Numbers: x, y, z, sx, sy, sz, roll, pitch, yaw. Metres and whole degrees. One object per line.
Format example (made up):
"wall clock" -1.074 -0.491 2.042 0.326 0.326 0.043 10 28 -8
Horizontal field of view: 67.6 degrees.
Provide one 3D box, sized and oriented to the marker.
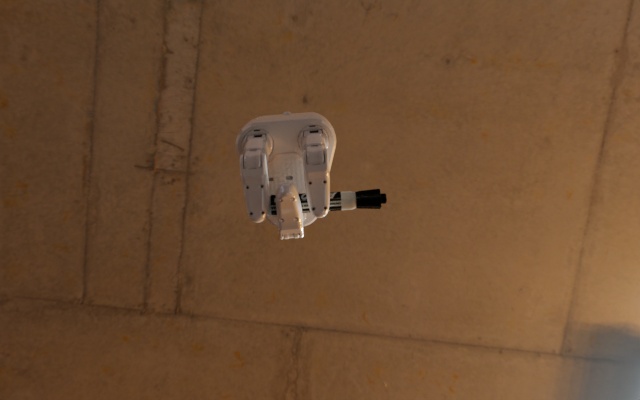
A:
"marker" 0.000 0.001 0.439 0.121 0.020 0.020 -4 0 -1
